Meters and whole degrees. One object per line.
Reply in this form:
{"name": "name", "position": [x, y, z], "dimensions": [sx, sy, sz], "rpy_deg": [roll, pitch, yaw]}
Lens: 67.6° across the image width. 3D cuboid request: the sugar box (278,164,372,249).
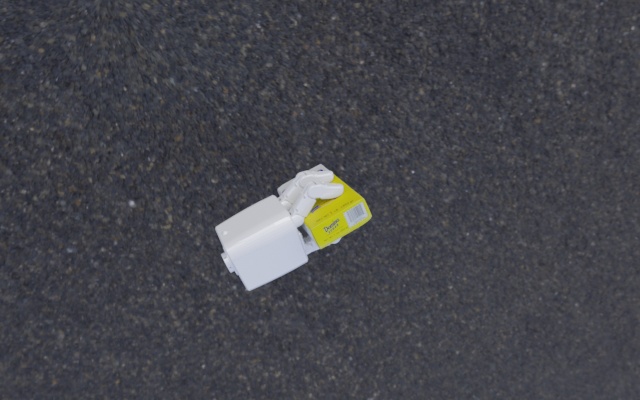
{"name": "sugar box", "position": [0.000, 0.002, 0.763], "dimensions": [0.093, 0.048, 0.176], "rpy_deg": [-30, 31, -10]}
